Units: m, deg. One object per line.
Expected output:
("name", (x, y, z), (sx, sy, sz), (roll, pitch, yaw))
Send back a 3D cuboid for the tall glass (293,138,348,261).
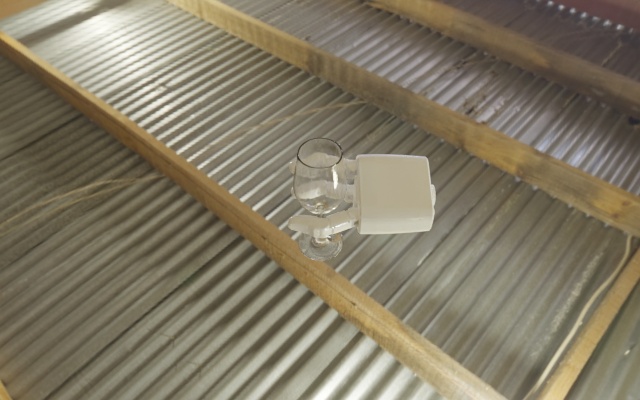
("tall glass", (0.000, 0.003, 0.712), (0.079, 0.079, 0.201), (0, -42, 1))
